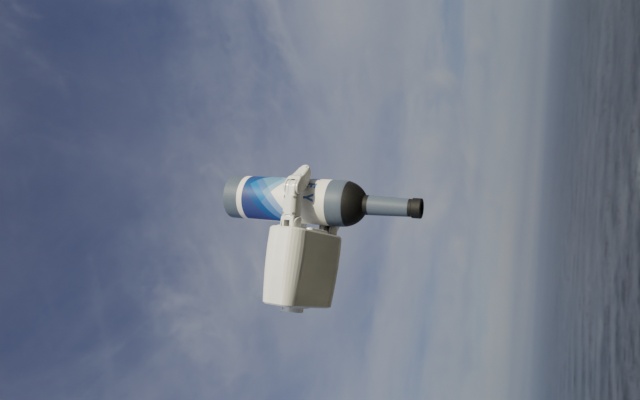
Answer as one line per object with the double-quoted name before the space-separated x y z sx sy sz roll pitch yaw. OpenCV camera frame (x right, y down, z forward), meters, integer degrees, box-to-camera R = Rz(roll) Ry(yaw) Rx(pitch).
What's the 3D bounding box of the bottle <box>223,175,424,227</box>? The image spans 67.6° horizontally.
"bottle" 0.000 0.002 0.693 0.295 0.069 0.069 4 1 23
